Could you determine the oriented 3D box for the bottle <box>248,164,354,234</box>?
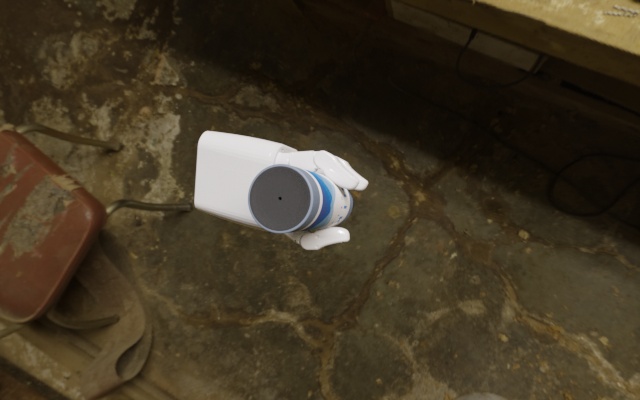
[{"bbox_3d":[0.000,0.002,0.594,0.069,0.069,0.296,0,-1,15],"label":"bottle"}]
